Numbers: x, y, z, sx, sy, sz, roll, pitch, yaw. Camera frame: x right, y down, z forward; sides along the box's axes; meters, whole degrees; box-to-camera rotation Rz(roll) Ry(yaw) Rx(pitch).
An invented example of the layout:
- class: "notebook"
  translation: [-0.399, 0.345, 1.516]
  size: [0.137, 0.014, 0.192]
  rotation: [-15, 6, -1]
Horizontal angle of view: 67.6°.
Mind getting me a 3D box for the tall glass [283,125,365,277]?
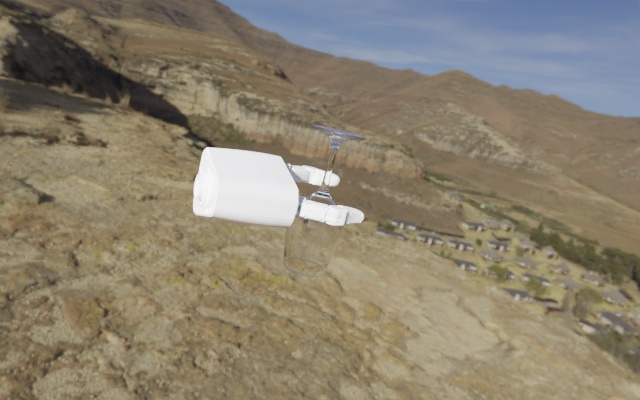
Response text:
- class: "tall glass"
  translation: [0.000, 0.002, 0.663]
  size: [0.079, 0.201, 0.079]
  rotation: [13, 13, -3]
